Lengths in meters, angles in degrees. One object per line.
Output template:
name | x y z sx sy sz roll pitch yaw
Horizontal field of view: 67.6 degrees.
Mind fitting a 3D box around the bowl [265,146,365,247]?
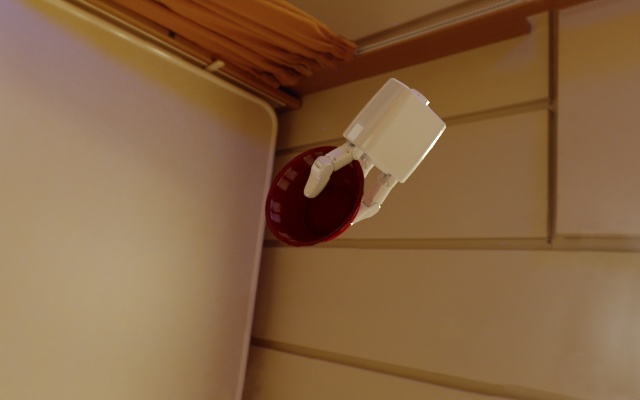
bowl | -0.001 0.003 0.700 0.162 0.162 0.055 0 -27 31
